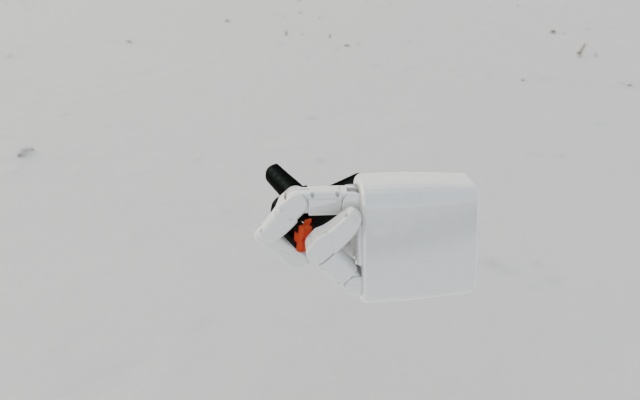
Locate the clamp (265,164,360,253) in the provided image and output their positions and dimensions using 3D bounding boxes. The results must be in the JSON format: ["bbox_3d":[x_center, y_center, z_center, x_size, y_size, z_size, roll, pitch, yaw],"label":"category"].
[{"bbox_3d":[0.000,0.001,0.515,0.120,0.039,0.171,-3,28,-4],"label":"clamp"}]
